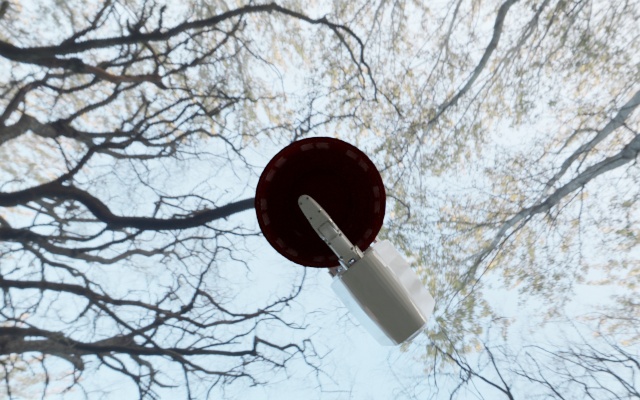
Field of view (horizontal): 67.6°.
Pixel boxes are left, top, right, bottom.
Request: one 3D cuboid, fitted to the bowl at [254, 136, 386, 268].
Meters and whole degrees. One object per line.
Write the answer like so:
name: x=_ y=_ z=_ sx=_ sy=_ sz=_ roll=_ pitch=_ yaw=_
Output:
bowl: x=0.000 y=0.001 z=0.606 sx=0.162 sy=0.162 sz=0.055 roll=0 pitch=1 yaw=1
